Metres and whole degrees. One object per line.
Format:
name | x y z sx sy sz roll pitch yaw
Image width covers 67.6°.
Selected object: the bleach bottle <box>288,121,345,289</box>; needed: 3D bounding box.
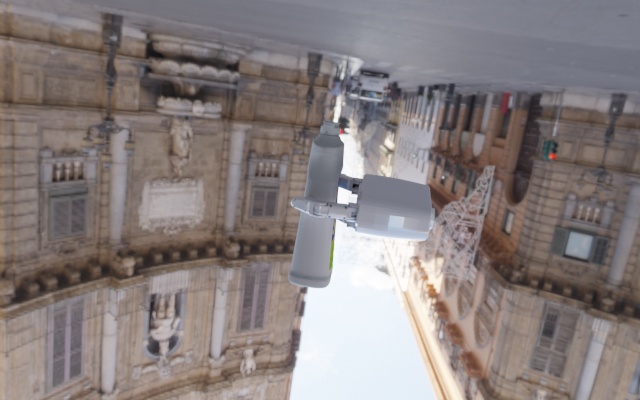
bleach bottle | 0.000 0.002 0.751 0.068 0.251 0.102 8 12 4
